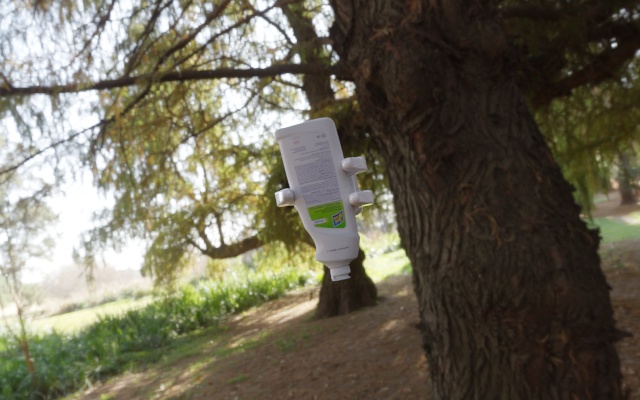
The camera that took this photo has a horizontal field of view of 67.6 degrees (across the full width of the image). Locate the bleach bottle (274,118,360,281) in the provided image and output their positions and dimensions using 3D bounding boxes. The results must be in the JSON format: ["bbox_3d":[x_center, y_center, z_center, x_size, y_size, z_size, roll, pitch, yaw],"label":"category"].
[{"bbox_3d":[0.000,0.002,0.758,0.102,0.251,0.068,-12,-6,10],"label":"bleach bottle"}]
